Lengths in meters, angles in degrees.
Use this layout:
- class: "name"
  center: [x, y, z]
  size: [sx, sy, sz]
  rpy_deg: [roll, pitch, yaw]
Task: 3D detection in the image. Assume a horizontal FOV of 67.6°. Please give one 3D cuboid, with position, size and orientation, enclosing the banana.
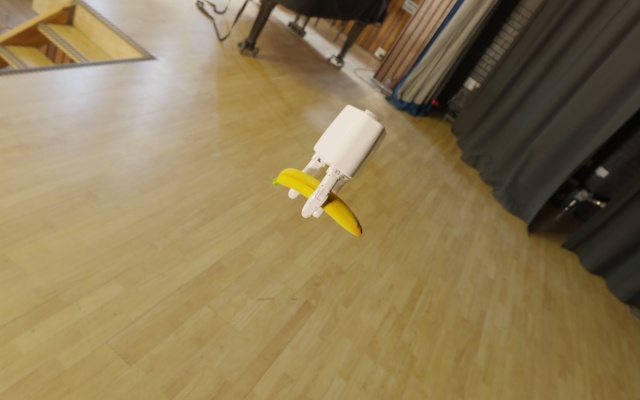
- class: "banana"
  center: [-0.003, -0.006, 0.861]
  size: [0.198, 0.037, 0.070]
  rpy_deg: [33, -18, 14]
